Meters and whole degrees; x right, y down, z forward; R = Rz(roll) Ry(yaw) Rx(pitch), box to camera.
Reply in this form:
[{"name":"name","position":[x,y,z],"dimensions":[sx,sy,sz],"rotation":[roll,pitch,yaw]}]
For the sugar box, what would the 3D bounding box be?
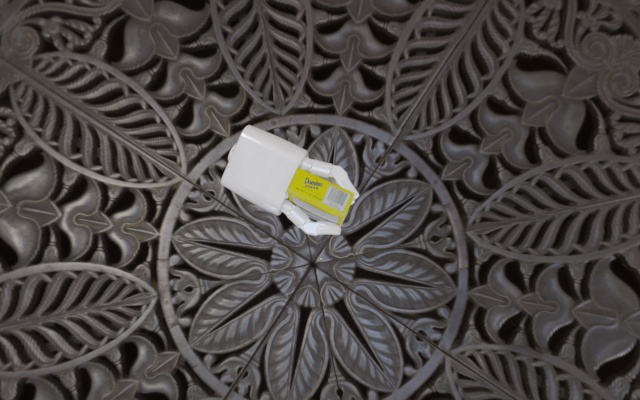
[{"name":"sugar box","position":[0.000,0.002,0.765],"dimensions":[0.093,0.048,0.176],"rotation":[26,-6,3]}]
